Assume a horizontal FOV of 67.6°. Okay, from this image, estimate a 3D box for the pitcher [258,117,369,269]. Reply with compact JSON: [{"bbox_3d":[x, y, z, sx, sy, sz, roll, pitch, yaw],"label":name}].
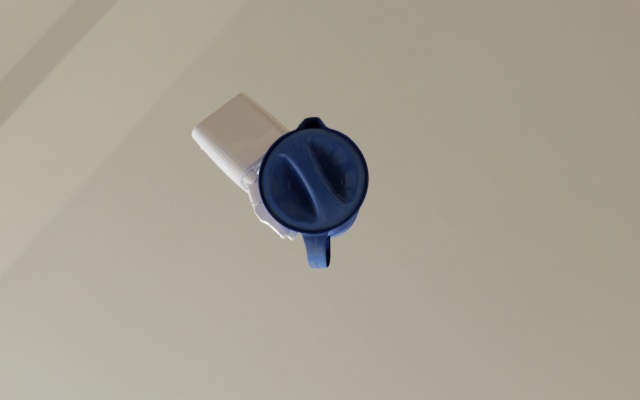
[{"bbox_3d":[0.000,0.002,0.680,0.145,0.149,0.243,41,-4,10],"label":"pitcher"}]
